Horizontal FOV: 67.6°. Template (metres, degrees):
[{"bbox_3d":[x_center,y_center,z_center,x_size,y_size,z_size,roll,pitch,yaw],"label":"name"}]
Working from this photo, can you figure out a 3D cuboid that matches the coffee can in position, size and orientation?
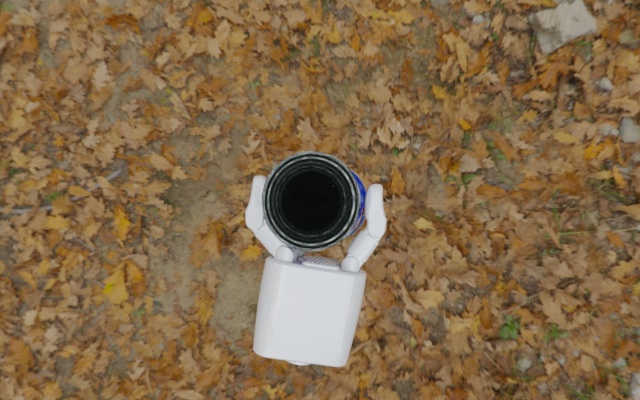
[{"bbox_3d":[0.000,0.002,0.551,0.103,0.103,0.140,0,-1,9],"label":"coffee can"}]
